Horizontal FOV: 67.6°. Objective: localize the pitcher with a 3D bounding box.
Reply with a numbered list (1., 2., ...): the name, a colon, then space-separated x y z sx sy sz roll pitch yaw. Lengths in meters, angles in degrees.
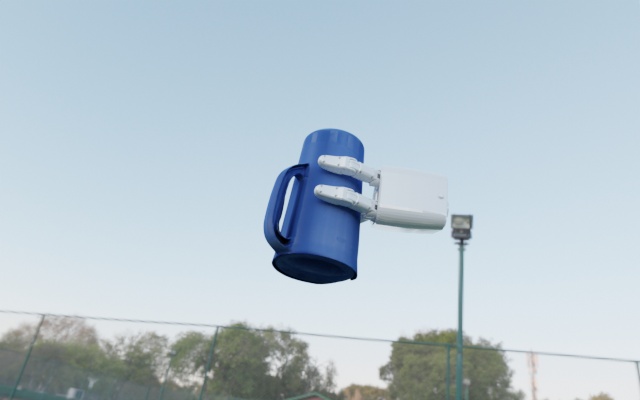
1. pitcher: 0.000 0.003 0.773 0.145 0.242 0.149 7 -27 4
